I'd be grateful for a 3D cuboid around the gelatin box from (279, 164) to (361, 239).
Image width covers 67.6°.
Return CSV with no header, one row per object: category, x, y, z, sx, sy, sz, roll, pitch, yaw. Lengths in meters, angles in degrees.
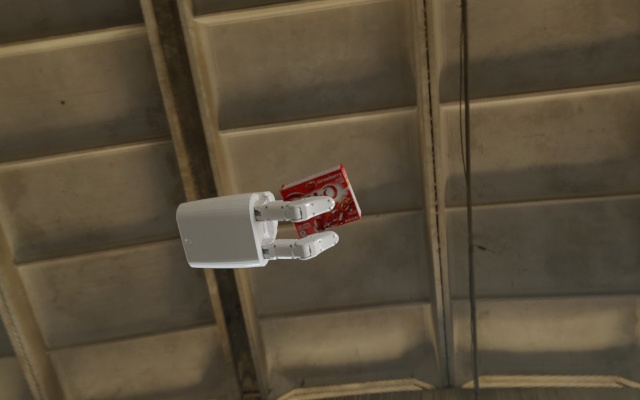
gelatin box,0.000,0.002,0.629,0.089,0.073,0.030,-19,16,10
